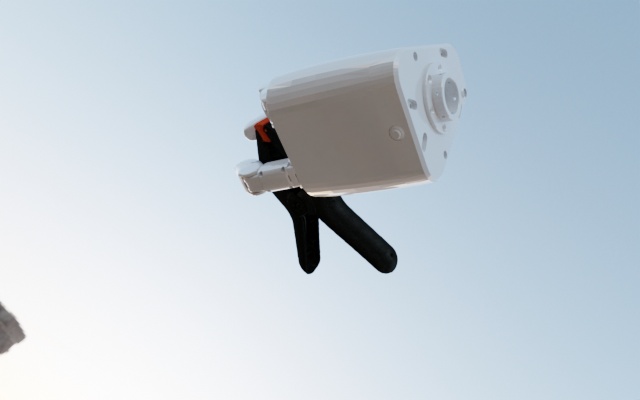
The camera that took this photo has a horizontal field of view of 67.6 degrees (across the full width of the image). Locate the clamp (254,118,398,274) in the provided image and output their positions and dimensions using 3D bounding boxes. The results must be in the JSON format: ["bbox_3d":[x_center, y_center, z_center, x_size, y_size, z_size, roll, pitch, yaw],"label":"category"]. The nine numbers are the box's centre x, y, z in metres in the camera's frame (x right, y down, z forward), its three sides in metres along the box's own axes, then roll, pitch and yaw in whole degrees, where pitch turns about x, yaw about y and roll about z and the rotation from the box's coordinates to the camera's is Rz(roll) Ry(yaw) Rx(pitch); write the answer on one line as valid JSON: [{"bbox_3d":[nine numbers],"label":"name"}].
[{"bbox_3d":[0.000,0.001,0.430,0.120,0.171,0.039,-3,32,38],"label":"clamp"}]
